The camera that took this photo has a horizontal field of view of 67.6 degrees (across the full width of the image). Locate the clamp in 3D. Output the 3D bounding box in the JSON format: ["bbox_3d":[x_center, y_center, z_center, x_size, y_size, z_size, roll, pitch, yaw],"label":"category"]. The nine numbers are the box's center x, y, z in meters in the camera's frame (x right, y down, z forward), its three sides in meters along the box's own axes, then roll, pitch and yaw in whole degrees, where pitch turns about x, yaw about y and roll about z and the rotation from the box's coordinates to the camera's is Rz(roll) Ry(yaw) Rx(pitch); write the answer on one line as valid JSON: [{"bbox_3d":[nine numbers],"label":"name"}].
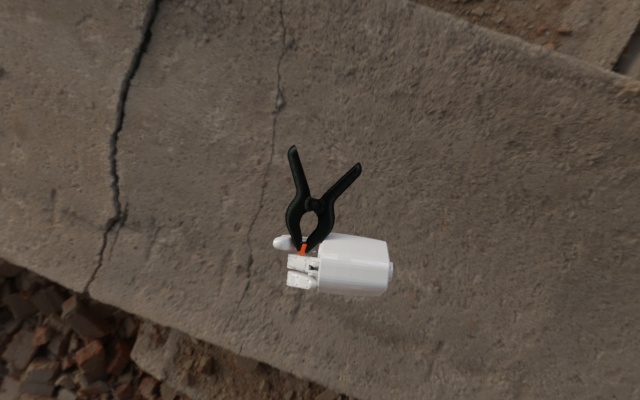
[{"bbox_3d":[0.000,0.003,0.759,0.120,0.171,0.039,6,4,0],"label":"clamp"}]
